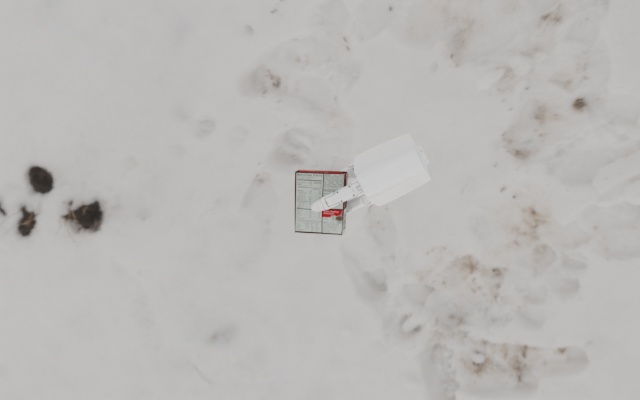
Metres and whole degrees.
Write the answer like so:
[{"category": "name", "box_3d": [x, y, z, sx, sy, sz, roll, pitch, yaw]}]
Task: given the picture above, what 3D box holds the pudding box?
[{"category": "pudding box", "box_3d": [0.000, 0.003, 0.846, 0.090, 0.113, 0.039, 3, 7, 10]}]
